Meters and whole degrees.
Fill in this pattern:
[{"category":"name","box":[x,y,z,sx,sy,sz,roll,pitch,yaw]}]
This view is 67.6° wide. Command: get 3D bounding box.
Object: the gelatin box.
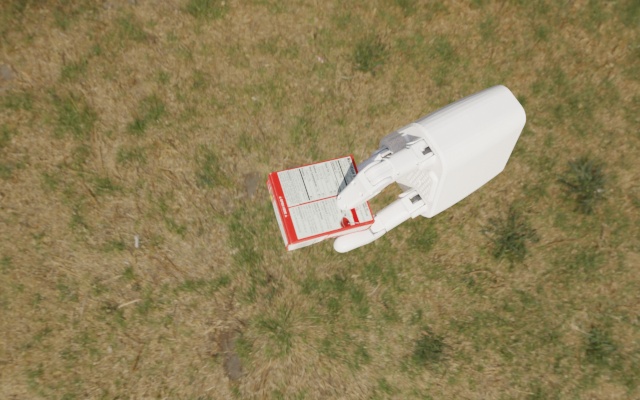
[{"category":"gelatin box","box":[0.000,0.001,0.464,0.089,0.073,0.030,-14,-16,-17]}]
